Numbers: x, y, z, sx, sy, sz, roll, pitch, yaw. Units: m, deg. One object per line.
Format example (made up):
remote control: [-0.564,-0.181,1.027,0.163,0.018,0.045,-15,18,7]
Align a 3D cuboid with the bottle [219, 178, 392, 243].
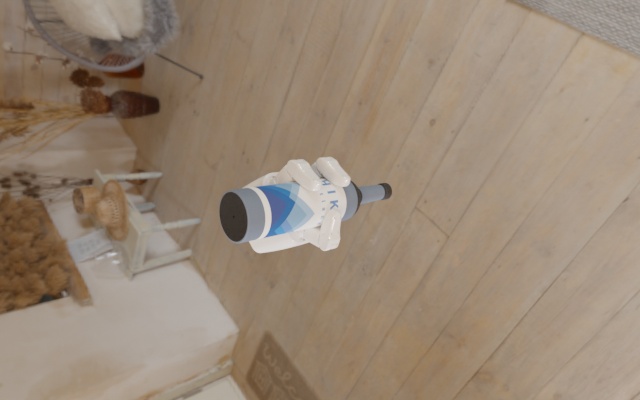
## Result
bottle: [0.000,0.002,0.683,0.295,0.069,0.069,-9,6,-43]
